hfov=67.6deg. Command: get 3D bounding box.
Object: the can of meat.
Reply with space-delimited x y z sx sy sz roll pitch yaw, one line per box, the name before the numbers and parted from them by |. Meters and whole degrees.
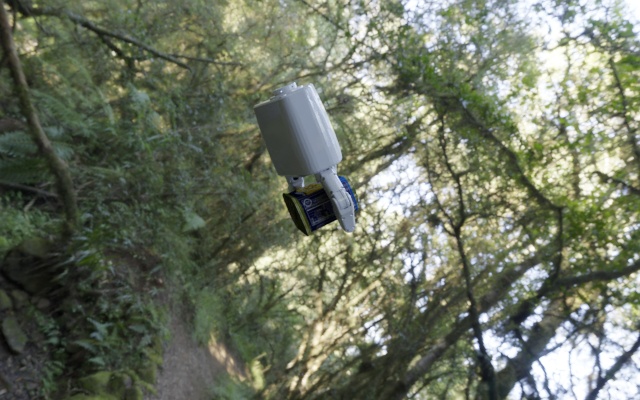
can of meat | 0.000 0.002 0.676 0.084 0.057 0.102 -25 12 -10
